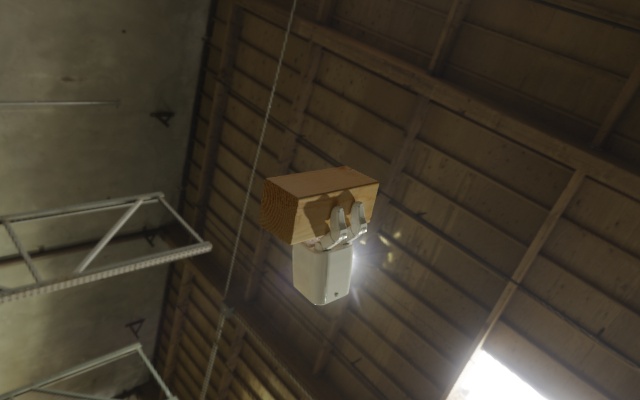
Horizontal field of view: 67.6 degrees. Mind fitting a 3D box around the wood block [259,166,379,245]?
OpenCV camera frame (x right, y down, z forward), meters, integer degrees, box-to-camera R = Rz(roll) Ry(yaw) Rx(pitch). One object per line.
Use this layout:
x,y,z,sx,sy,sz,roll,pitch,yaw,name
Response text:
0.000,0.003,0.868,0.206,0.090,0.090,-12,31,-44,wood block
